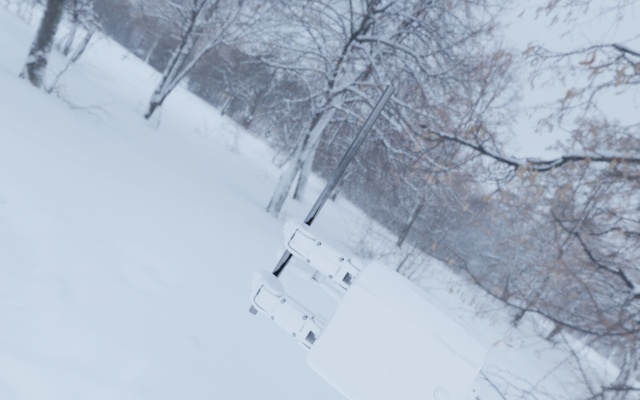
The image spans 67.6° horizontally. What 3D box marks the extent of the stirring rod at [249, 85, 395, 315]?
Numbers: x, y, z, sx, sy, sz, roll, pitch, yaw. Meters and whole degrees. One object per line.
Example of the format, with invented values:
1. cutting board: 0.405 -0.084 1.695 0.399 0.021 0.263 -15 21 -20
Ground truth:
1. stirring rod: 0.000 0.002 0.433 0.011 0.239 0.011 32 4 -2
